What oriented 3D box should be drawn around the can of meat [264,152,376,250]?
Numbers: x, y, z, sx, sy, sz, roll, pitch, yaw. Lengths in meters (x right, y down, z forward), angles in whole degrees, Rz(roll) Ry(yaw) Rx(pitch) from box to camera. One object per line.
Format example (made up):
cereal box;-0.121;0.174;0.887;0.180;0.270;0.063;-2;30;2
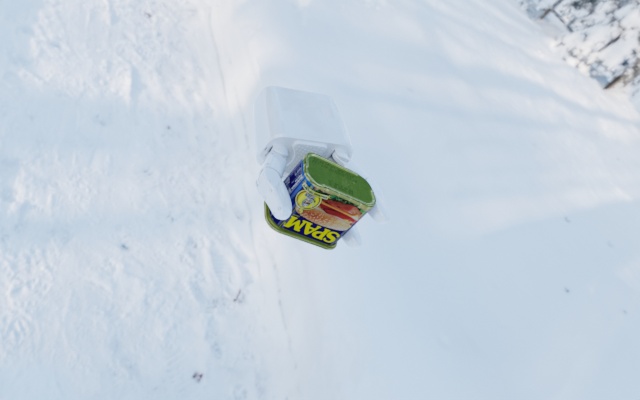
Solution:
can of meat;0.000;0.002;0.547;0.102;0.057;0.084;22;-52;-28
